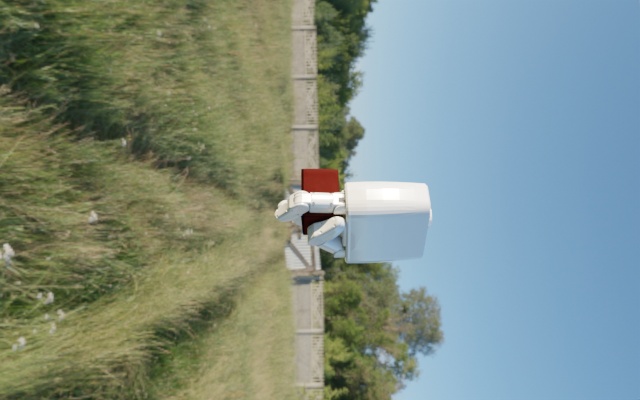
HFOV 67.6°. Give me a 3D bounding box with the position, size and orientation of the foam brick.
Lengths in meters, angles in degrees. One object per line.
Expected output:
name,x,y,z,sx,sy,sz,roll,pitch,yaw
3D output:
foam brick,0.000,0.002,0.650,0.051,0.078,0.053,-2,-32,0
